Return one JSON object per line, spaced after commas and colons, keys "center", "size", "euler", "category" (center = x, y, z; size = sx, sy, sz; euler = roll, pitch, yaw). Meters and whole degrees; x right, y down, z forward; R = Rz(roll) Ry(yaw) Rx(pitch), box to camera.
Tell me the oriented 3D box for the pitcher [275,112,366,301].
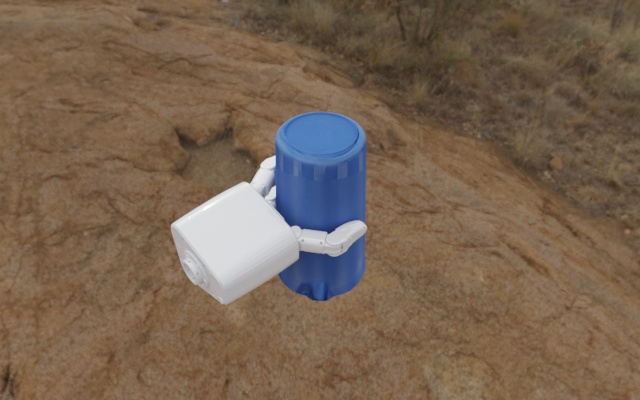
{"center": [0.000, 0.002, 0.647], "size": [0.145, 0.243, 0.149], "euler": [-31, 51, -30], "category": "pitcher"}
